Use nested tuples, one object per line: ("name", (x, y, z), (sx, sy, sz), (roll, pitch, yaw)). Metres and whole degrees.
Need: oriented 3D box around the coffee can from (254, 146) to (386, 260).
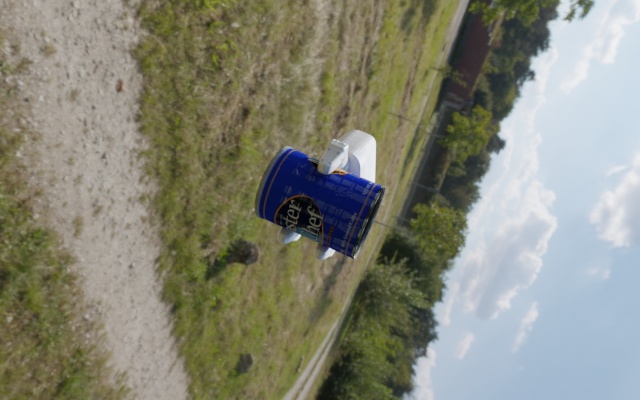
("coffee can", (0.000, 0.002, 0.622), (0.140, 0.103, 0.103), (23, 5, 11))
